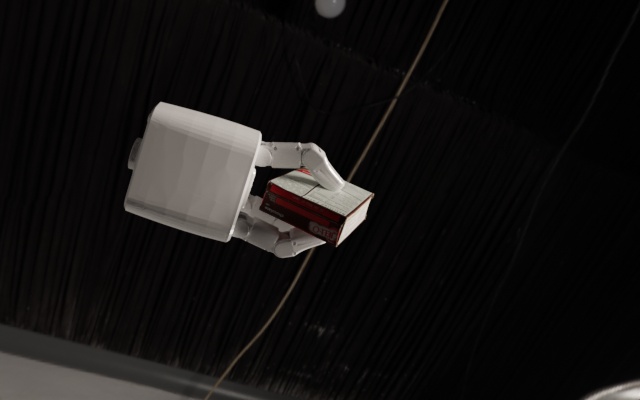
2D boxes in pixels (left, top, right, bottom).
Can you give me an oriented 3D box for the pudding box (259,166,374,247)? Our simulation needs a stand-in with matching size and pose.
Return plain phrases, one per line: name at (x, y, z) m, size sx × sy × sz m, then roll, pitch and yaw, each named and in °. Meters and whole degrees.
pudding box at (0.000, 0.002, 0.516) m, size 0.090 × 0.039 × 0.113 m, roll 26°, pitch 22°, yaw 13°
